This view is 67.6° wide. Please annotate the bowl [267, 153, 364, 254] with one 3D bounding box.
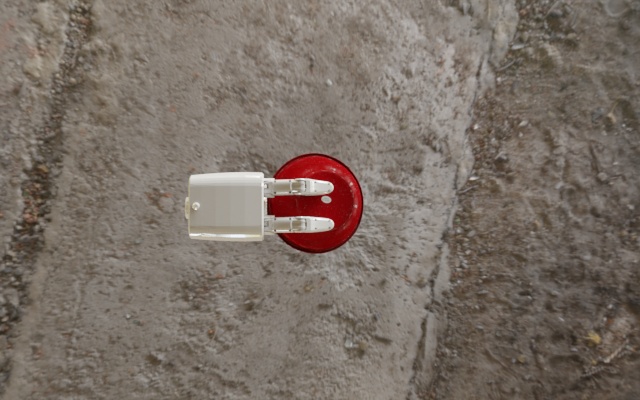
[{"bbox_3d":[0.001,0.002,0.739,0.162,0.162,0.055,0,-4,-16],"label":"bowl"}]
